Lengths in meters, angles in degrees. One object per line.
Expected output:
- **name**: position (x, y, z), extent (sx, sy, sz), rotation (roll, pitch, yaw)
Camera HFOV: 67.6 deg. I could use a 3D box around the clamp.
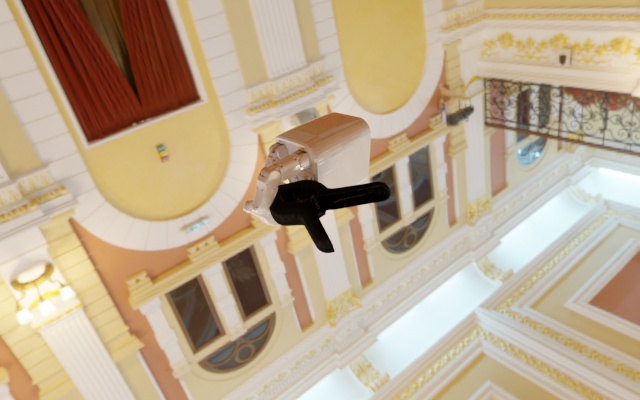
- **clamp**: position (0.000, 0.002, 0.595), extent (0.120, 0.039, 0.171), rotation (-30, 33, -27)
